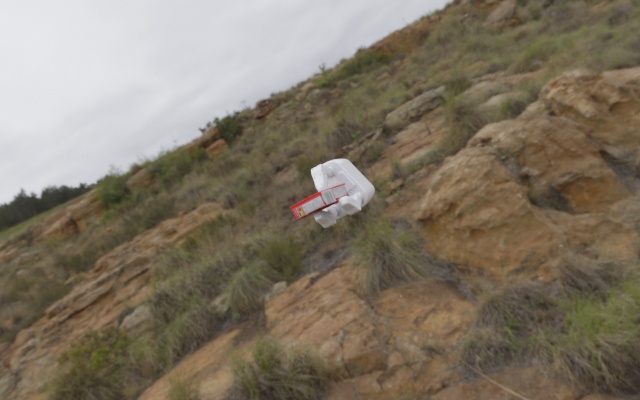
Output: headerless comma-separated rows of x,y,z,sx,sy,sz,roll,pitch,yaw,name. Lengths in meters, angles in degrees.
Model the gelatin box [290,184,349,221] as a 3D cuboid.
0.000,0.002,0.867,0.073,0.030,0.089,-26,-4,32,gelatin box
